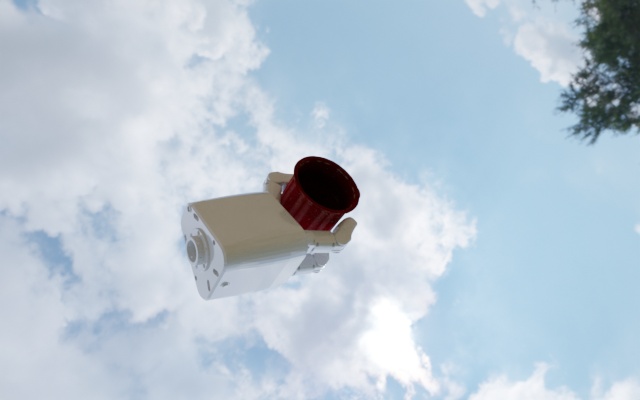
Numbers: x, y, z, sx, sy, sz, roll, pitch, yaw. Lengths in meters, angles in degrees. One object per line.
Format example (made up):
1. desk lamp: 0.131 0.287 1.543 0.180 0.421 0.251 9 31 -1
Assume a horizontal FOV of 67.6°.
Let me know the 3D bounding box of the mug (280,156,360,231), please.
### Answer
1. mug: 0.001 0.002 0.629 0.117 0.093 0.081 -6 -34 -38
